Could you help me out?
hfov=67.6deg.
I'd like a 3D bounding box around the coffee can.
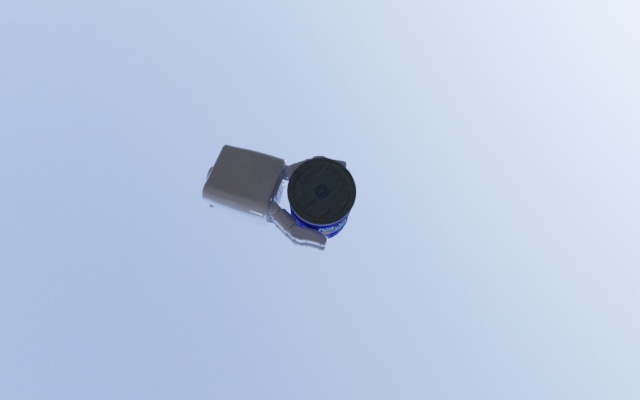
[{"bbox_3d":[0.000,0.002,0.769,0.103,0.102,0.140,0,-14,-2],"label":"coffee can"}]
